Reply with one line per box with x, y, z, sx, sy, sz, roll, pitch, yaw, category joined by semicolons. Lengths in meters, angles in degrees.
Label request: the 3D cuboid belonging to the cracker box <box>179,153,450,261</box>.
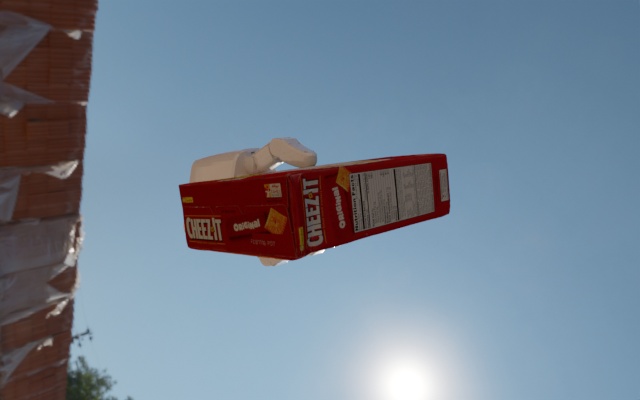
0.000;0.001;0.467;0.213;0.072;0.164;-11;6;-44;cracker box
